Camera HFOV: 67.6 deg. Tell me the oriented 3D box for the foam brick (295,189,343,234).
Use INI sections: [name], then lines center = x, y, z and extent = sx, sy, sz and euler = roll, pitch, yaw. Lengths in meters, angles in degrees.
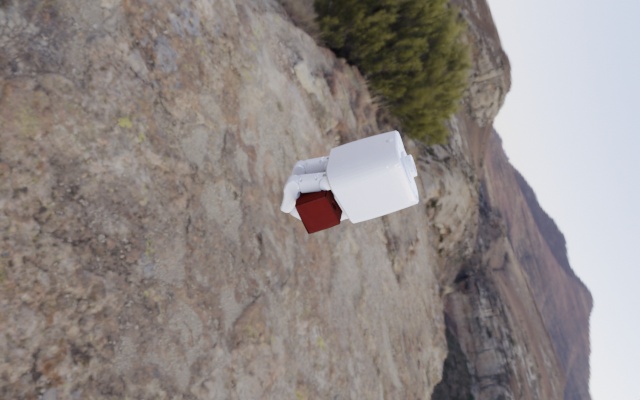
[foam brick]
center = 0.000, 0.003, 0.714
extent = 0.051, 0.053, 0.078
euler = -17, 28, 18
